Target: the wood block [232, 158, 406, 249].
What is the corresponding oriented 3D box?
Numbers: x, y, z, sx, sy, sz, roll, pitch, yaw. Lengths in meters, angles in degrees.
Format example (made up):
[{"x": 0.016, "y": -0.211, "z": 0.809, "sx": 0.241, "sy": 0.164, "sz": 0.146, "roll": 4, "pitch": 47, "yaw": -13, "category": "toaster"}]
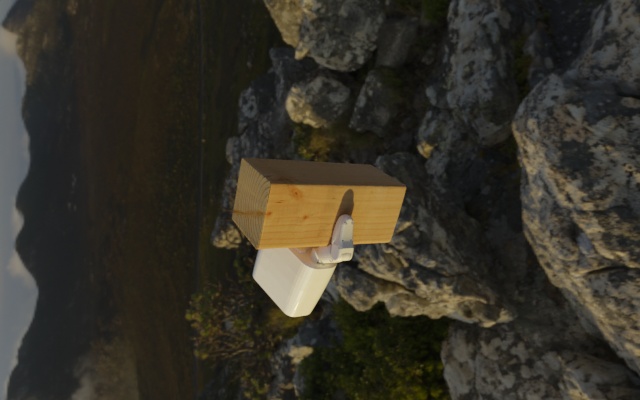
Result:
[{"x": 0.000, "y": 0.003, "z": 0.640, "sx": 0.206, "sy": 0.090, "sz": 0.090, "roll": 0, "pitch": 24, "yaw": -32, "category": "wood block"}]
